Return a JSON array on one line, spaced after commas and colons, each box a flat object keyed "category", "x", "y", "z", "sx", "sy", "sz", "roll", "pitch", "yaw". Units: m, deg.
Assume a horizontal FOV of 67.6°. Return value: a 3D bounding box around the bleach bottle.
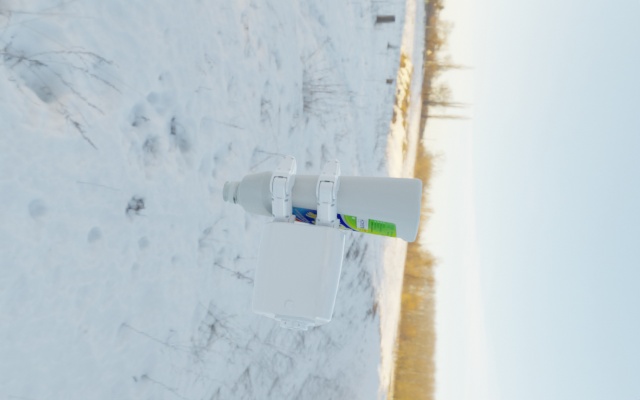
[{"category": "bleach bottle", "x": 0.000, "y": 0.002, "z": 0.618, "sx": 0.251, "sy": 0.068, "sz": 0.103, "roll": 5, "pitch": -19, "yaw": 9}]
